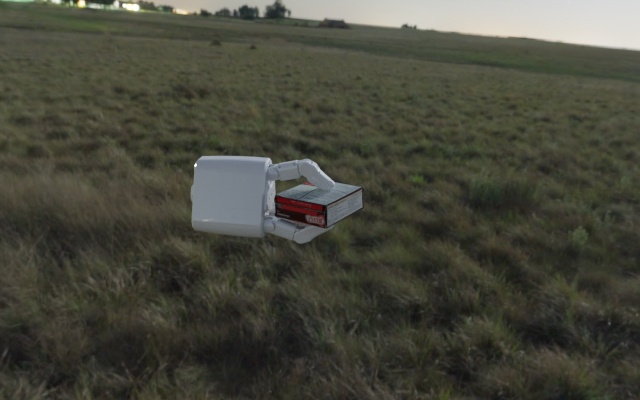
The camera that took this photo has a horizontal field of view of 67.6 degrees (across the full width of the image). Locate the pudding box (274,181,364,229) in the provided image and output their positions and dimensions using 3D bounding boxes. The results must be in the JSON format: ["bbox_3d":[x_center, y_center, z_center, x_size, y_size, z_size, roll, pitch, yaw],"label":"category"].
[{"bbox_3d":[0.000,0.002,0.705,0.090,0.039,0.113,13,23,31],"label":"pudding box"}]
